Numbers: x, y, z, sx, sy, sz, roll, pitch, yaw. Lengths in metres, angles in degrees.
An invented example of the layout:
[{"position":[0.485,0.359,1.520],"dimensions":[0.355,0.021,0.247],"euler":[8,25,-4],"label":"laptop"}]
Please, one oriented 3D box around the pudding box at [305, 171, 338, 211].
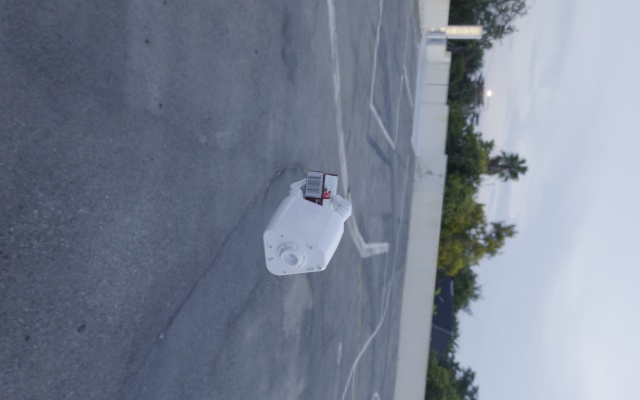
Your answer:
[{"position":[0.000,0.003,0.899],"dimensions":[0.039,0.113,0.090],"euler":[8,3,17],"label":"pudding box"}]
